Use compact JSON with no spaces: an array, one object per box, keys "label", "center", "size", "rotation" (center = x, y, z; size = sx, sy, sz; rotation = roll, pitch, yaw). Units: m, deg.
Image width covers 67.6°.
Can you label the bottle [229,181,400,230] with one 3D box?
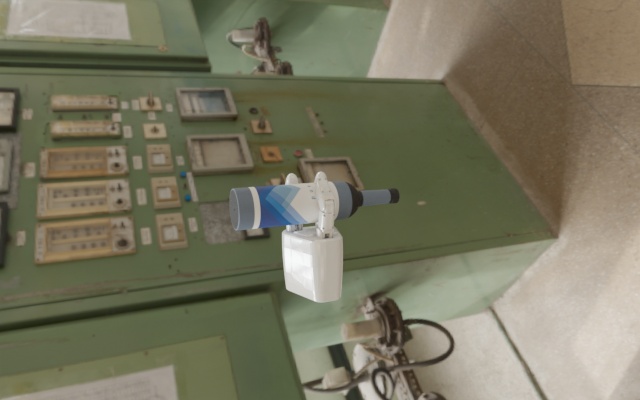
[{"label":"bottle","center":[0.000,0.003,0.803],"size":[0.296,0.069,0.069],"rotation":[-5,2,-23]}]
